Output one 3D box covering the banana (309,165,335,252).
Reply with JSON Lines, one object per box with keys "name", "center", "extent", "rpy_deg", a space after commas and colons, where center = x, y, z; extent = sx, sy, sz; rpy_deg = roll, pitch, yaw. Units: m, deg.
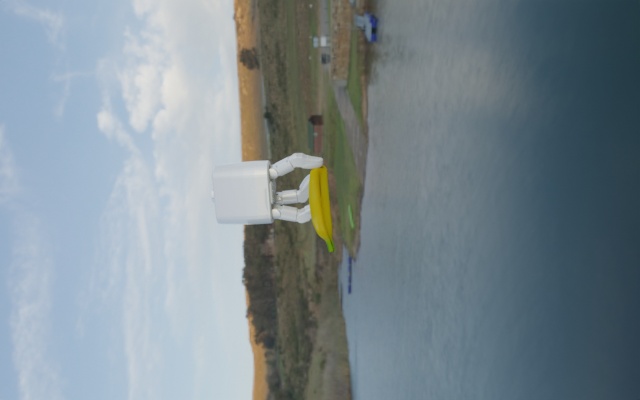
{"name": "banana", "center": [-0.001, -0.006, 0.859], "extent": [0.037, 0.197, 0.070], "rpy_deg": [-6, -38, 2]}
